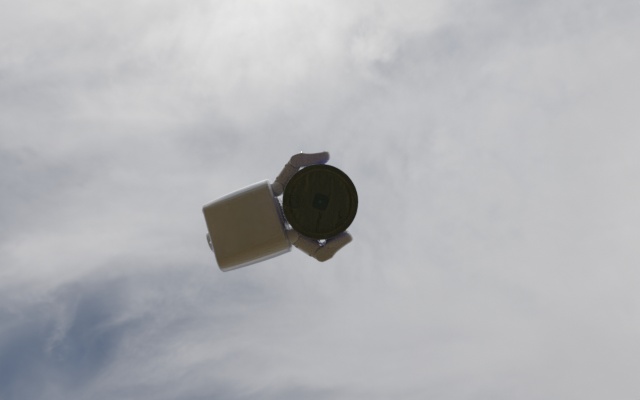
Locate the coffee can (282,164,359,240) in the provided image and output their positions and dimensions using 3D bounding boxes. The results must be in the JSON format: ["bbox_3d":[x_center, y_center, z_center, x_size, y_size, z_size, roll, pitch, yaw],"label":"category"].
[{"bbox_3d":[0.000,0.002,0.708,0.103,0.103,0.140,0,0,0],"label":"coffee can"}]
